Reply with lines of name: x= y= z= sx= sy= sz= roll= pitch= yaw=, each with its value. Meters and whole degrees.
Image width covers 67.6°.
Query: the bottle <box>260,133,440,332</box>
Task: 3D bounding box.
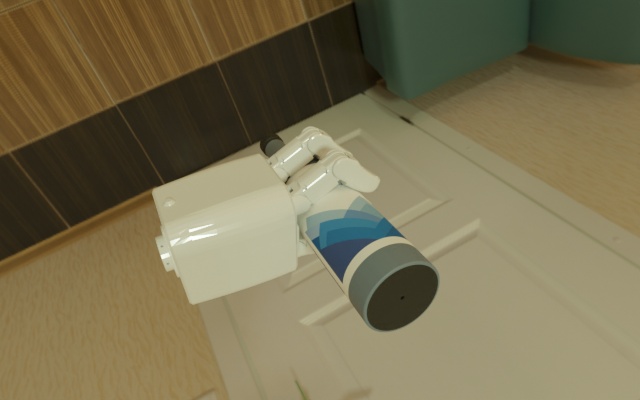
bottle: x=0.000 y=0.002 z=0.466 sx=0.069 sy=0.069 sz=0.295 roll=0 pitch=29 yaw=-28
